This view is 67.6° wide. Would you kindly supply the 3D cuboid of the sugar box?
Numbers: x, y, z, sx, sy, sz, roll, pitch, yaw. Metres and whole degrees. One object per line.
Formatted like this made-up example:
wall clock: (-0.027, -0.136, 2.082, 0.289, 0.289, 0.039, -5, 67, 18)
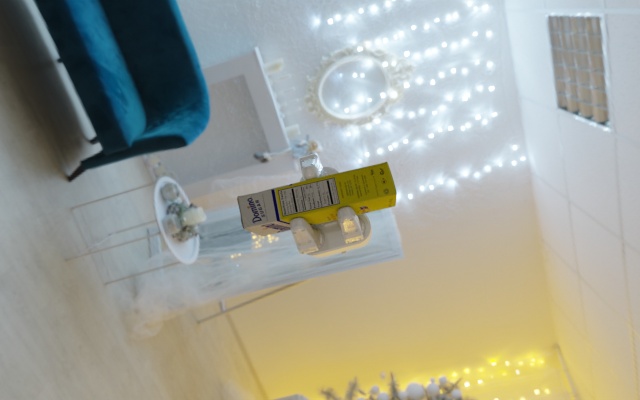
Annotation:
sugar box: (0.000, 0.002, 0.569, 0.176, 0.048, 0.093, -16, -12, 6)
